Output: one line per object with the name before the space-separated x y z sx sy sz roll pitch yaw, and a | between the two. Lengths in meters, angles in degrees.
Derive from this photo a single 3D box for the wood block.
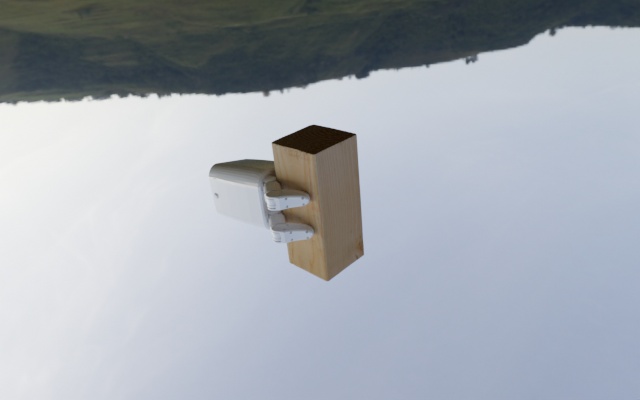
wood block | 0.000 0.002 0.719 0.090 0.206 0.090 20 38 39
